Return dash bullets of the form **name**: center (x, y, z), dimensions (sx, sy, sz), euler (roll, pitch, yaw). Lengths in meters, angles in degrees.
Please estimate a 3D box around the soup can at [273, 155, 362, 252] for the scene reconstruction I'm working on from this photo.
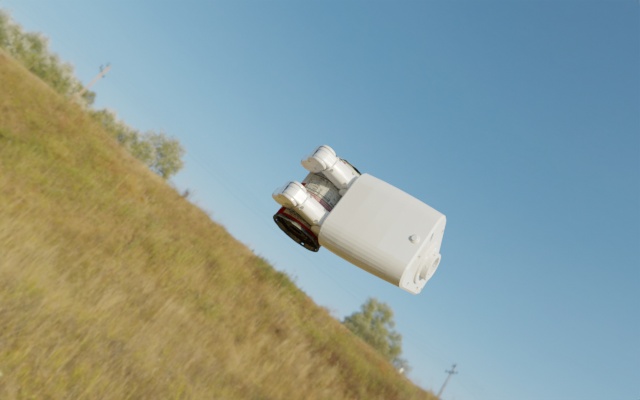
- **soup can**: center (0.000, 0.002, 0.577), dimensions (0.068, 0.102, 0.068), euler (34, -18, 13)
